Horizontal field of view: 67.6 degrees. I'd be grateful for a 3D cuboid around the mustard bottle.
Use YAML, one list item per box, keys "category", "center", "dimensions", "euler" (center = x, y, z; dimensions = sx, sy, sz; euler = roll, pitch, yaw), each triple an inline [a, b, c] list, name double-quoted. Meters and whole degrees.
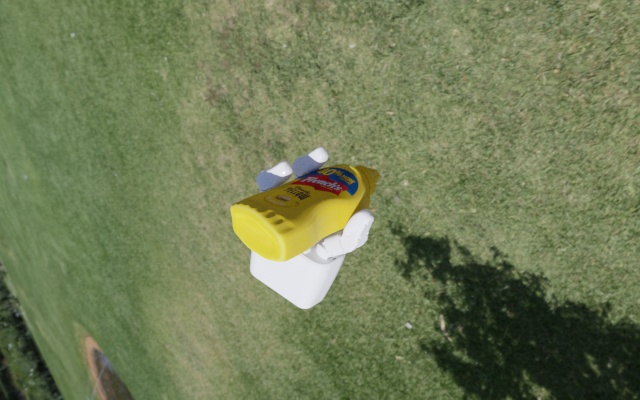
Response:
- category: "mustard bottle"
  center: [0.000, 0.002, 0.553]
  dimensions: [0.191, 0.058, 0.096]
  euler: [-25, 34, -36]
